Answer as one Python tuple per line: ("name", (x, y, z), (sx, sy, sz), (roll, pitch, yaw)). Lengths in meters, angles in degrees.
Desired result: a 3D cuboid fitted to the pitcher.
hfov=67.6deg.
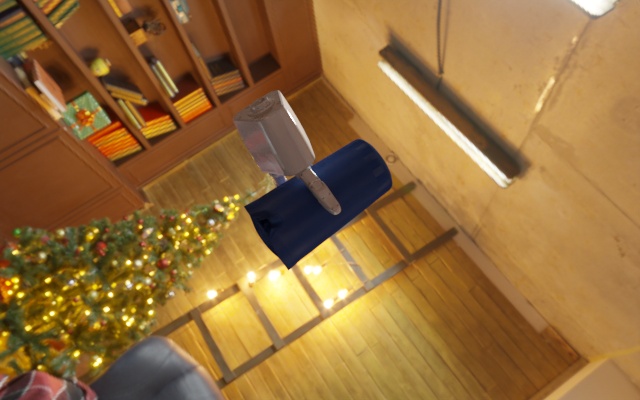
("pitcher", (0.000, 0.003, 0.837), (0.243, 0.145, 0.149), (-34, 31, -8))
